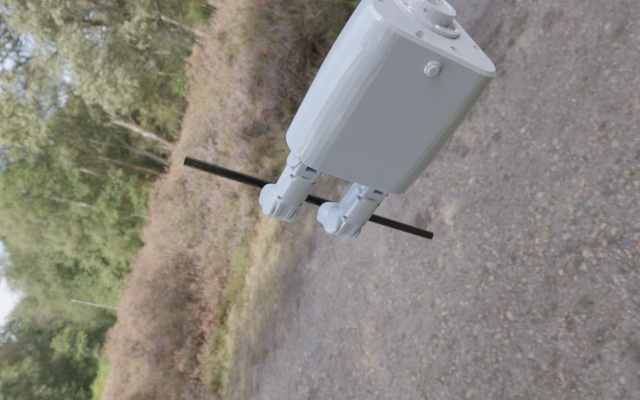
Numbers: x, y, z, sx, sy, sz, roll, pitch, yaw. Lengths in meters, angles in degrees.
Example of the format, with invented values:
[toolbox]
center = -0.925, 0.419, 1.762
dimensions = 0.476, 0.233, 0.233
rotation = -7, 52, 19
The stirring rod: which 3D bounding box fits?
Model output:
[stirring rod]
center = 0.000, 0.001, 0.421
dimensions = 0.239, 0.011, 0.011
rotation = 17, -6, -21
